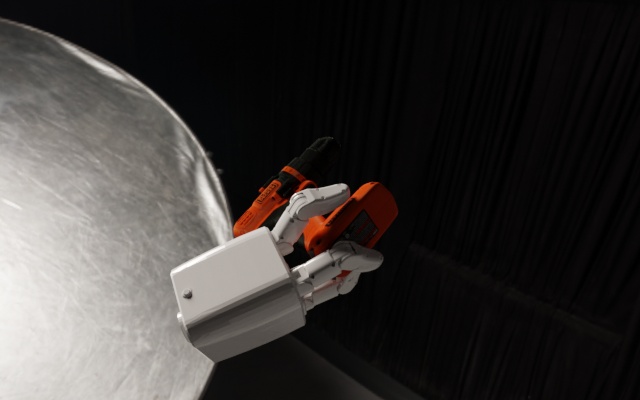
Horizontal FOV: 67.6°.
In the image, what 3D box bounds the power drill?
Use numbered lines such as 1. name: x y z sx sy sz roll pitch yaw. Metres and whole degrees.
1. power drill: 0.000 0.002 0.560 0.057 0.184 0.187 49 -17 -32
